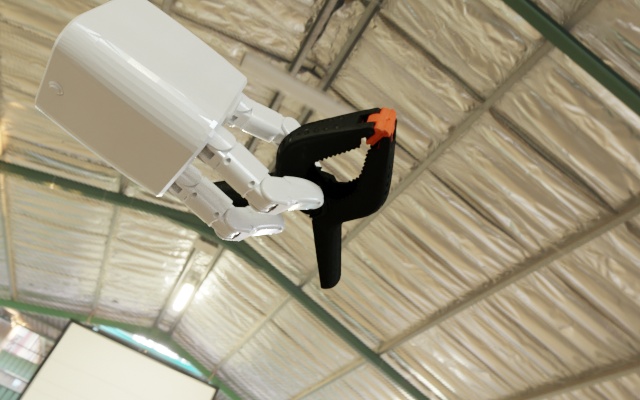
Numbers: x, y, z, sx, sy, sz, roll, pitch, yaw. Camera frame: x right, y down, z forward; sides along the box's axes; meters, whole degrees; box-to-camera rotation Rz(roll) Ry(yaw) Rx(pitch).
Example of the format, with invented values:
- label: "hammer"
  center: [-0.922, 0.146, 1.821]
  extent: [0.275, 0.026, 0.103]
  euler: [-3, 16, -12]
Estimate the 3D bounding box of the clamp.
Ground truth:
- label: "clamp"
  center: [0.000, 0.000, 0.404]
  extent: [0.164, 0.036, 0.210]
  euler: [38, -45, -18]
